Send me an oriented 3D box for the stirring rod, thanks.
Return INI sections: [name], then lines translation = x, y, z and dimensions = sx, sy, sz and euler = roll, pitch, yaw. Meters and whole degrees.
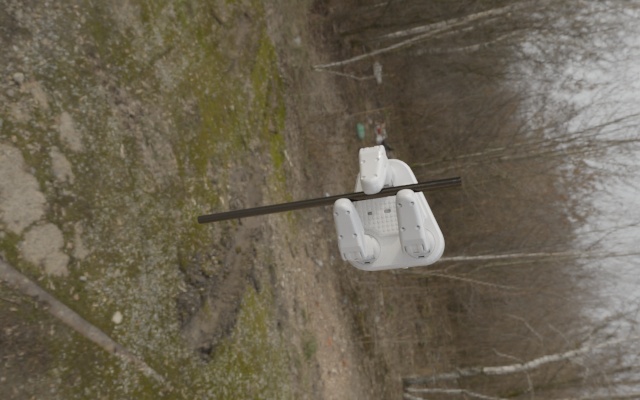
[stirring rod]
translation = 0.000, 0.001, 0.422
dimensions = 0.239, 0.011, 0.011
euler = -8, -2, 15
